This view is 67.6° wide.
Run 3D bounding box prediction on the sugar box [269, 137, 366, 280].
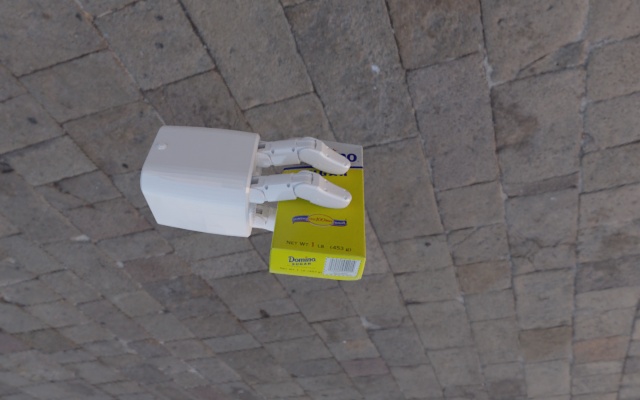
[{"bbox_3d":[0.000,0.001,0.521,0.093,0.176,0.048,7,-43,-4],"label":"sugar box"}]
